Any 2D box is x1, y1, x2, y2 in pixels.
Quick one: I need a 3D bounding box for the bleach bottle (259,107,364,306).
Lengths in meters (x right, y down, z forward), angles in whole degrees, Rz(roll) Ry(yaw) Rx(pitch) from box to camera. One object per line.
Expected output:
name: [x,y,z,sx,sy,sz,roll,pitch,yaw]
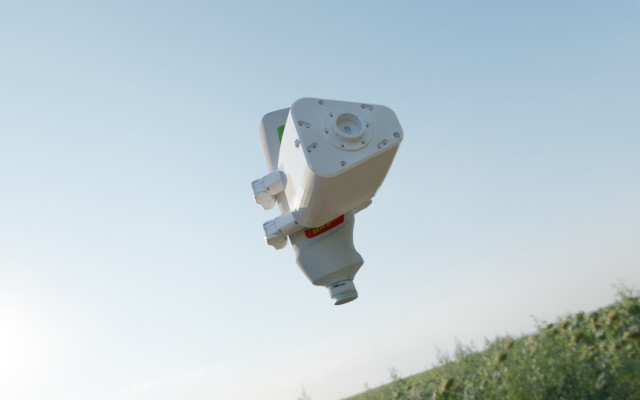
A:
bleach bottle: [0.000,0.002,0.585,0.102,0.250,0.068,-12,-24,-15]
